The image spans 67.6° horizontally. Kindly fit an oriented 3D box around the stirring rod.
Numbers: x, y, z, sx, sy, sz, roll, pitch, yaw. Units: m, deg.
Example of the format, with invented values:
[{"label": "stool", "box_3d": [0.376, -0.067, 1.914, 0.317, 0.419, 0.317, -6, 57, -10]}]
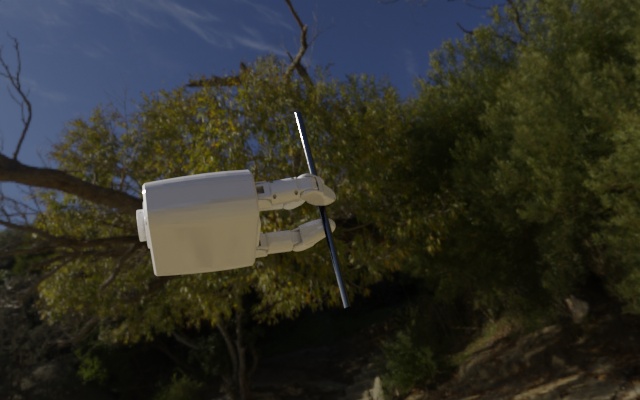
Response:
[{"label": "stirring rod", "box_3d": [0.000, 0.002, 0.532, 0.011, 0.239, 0.011, -12, -23, -5]}]
